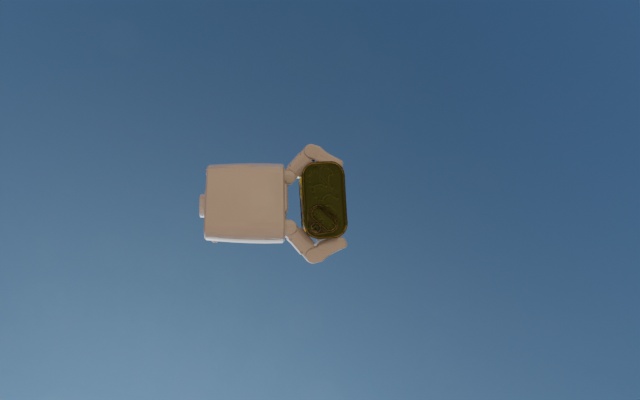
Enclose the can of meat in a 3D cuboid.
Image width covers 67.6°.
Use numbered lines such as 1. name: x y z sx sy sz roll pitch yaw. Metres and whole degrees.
1. can of meat: 0.000 0.002 0.662 0.057 0.102 0.084 -3 -4 -8
